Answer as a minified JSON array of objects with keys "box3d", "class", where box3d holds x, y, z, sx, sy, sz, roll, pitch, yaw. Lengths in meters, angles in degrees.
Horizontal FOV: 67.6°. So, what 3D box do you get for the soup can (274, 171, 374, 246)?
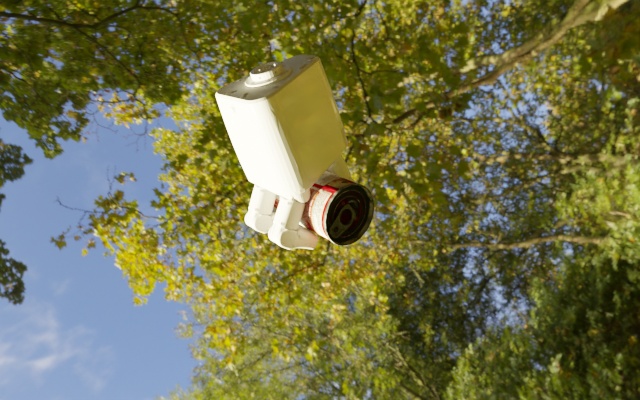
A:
[{"box3d":[0.000,0.002,0.532,0.068,0.068,0.102,0,16,-40],"class":"soup can"}]
